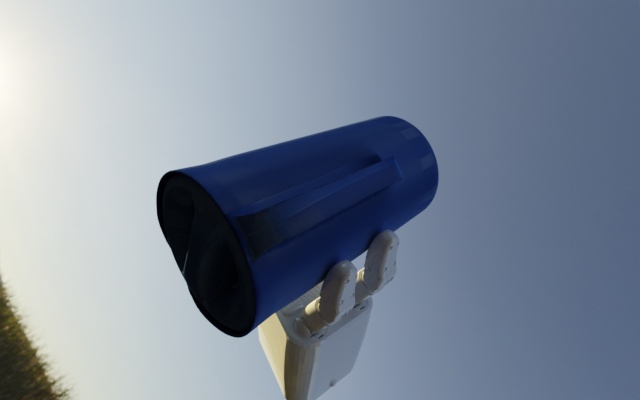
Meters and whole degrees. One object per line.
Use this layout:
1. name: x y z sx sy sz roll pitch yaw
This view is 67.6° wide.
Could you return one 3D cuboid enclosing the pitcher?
1. pitcher: 0.000 0.001 0.413 0.243 0.145 0.149 -25 45 -37
